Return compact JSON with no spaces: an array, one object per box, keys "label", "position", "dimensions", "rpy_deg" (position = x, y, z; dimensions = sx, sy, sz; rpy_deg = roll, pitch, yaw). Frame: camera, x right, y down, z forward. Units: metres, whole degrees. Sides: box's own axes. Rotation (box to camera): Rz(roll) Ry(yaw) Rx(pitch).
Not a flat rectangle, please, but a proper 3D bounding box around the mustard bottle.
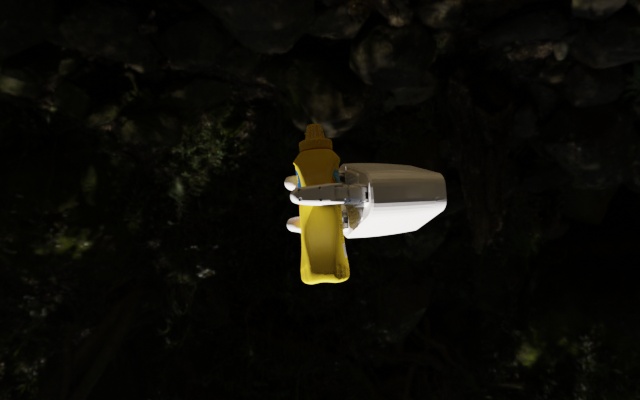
[{"label":"mustard bottle","position":[0.000,0.002,0.583],"dimensions":[0.058,0.191,0.096],"rpy_deg":[-5,-5,6]}]
